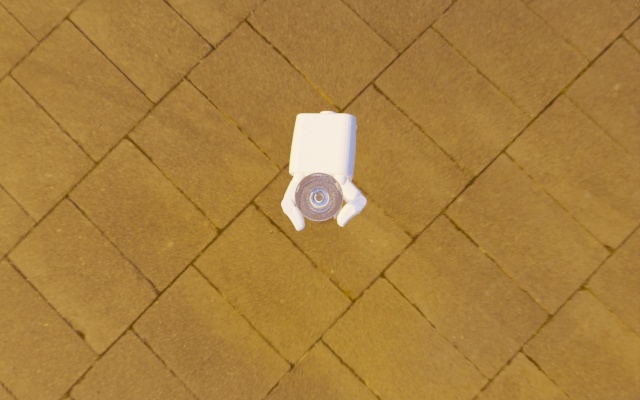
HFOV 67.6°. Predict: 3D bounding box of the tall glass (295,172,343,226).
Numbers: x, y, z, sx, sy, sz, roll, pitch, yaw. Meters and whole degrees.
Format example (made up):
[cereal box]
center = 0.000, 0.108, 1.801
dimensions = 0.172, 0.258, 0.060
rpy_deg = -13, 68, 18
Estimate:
[tall glass]
center = 0.000, 0.003, 0.821
dimensions = 0.079, 0.079, 0.201
rpy_deg = 0, -5, 1
